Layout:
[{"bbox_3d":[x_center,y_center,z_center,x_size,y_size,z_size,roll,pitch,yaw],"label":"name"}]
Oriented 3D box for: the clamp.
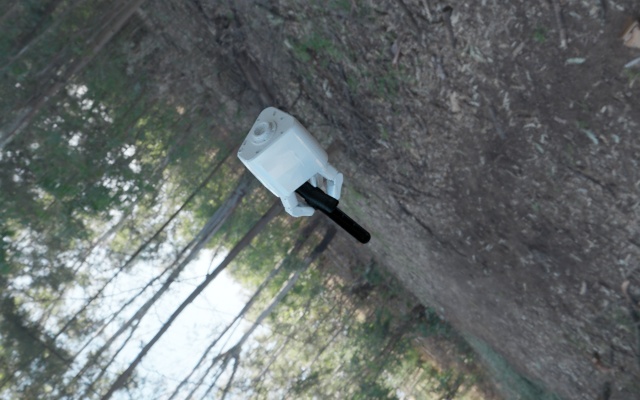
[{"bbox_3d":[-0.001,0.003,0.893,0.210,0.036,0.165,35,-7,44],"label":"clamp"}]
